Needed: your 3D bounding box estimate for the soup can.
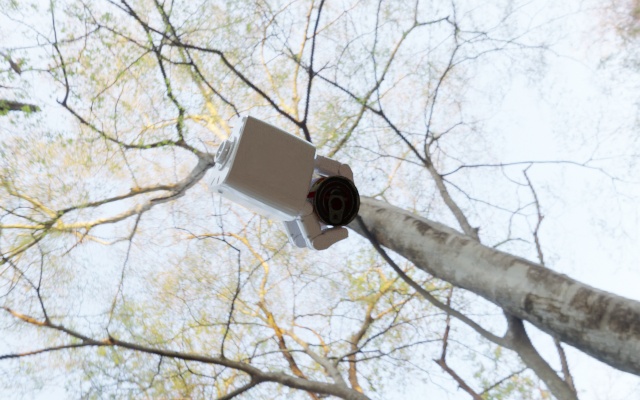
[{"bbox_3d":[0.000,0.002,0.666,0.068,0.068,0.102,0,-1,-27],"label":"soup can"}]
